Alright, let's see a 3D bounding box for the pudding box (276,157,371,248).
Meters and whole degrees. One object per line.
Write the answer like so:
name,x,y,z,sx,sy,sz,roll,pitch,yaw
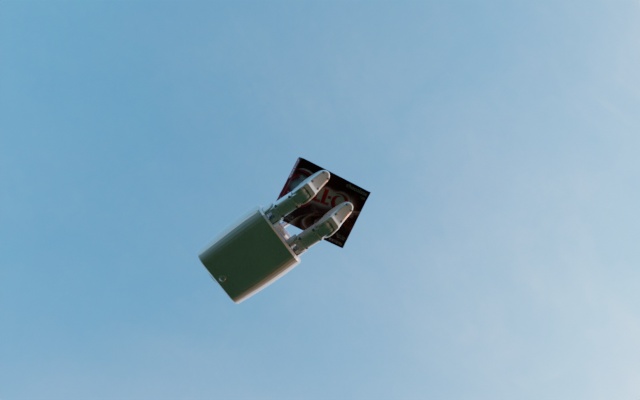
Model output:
pudding box,0.000,0.002,0.673,0.113,0.090,0.039,26,4,-13
